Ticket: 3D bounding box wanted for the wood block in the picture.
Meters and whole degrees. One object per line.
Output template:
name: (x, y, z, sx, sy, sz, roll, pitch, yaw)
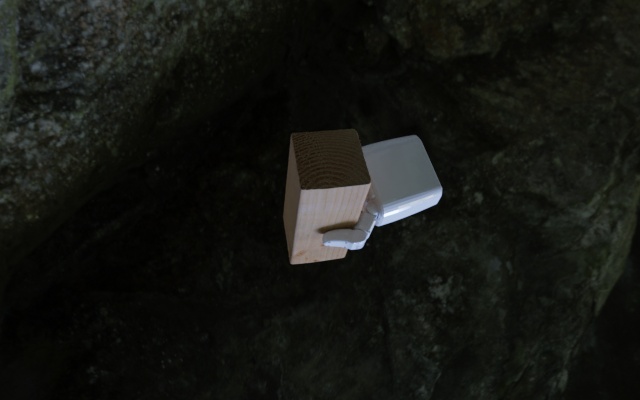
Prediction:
wood block: (0.001, 0.003, 0.678, 0.090, 0.090, 0.206, -6, -32, -11)
